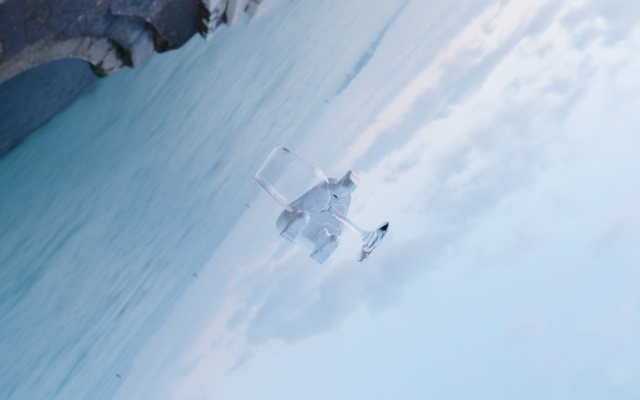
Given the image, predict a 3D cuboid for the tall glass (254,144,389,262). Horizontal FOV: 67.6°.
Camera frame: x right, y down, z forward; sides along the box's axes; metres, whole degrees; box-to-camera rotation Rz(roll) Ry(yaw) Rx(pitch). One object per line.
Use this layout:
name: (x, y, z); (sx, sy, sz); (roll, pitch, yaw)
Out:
tall glass: (0.001, 0.003, 0.703); (0.201, 0.079, 0.079); (37, -5, -6)
